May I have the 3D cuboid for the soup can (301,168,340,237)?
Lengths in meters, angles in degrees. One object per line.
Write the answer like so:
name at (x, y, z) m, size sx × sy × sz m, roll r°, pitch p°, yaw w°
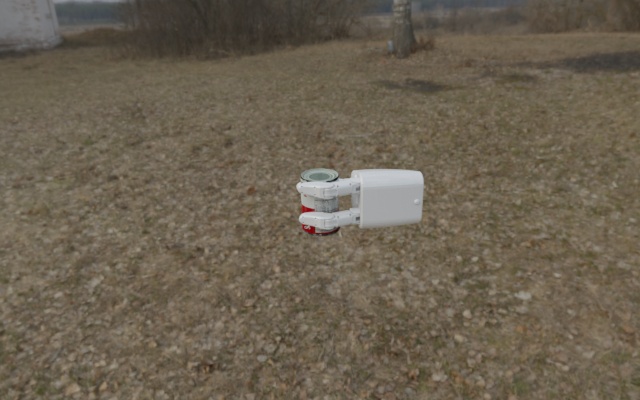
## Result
soup can at (0.000, 0.002, 0.832) m, size 0.068 × 0.102 × 0.068 m, roll -1°, pitch 23°, yaw 0°
